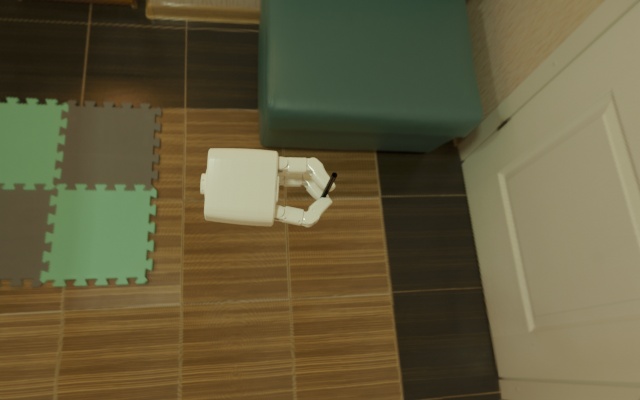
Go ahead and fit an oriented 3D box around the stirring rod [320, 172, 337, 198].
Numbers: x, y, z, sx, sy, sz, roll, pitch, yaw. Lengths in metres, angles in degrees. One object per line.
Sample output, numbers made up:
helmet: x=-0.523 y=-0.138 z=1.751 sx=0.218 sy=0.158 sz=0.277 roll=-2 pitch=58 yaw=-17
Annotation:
stirring rod: x=0.000 y=0.003 z=0.790 sx=0.011 sy=0.011 sz=0.240 roll=0 pitch=-19 yaw=-10
